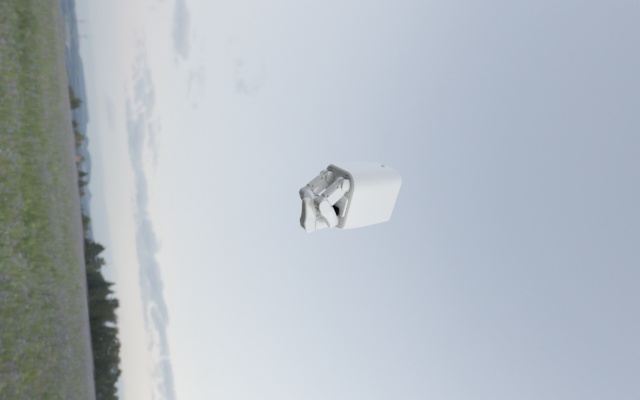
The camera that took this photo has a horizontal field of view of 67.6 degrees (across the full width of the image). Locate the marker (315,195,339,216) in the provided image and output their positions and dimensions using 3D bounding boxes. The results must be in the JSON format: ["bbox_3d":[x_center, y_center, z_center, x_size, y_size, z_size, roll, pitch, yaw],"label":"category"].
[{"bbox_3d":[0.000,0.003,0.868,0.020,0.020,0.121,0,18,-29],"label":"marker"}]
